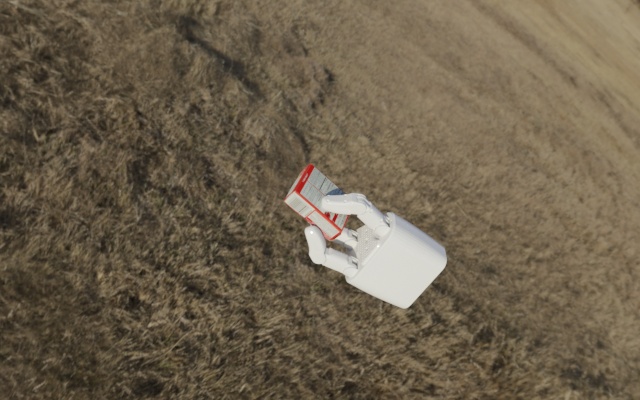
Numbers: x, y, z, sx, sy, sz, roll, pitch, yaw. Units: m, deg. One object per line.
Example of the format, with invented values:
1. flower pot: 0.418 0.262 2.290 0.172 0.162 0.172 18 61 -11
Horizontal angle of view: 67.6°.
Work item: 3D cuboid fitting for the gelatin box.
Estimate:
1. gelatin box: 0.000 0.002 0.665 0.030 0.089 0.073 -40 15 37
